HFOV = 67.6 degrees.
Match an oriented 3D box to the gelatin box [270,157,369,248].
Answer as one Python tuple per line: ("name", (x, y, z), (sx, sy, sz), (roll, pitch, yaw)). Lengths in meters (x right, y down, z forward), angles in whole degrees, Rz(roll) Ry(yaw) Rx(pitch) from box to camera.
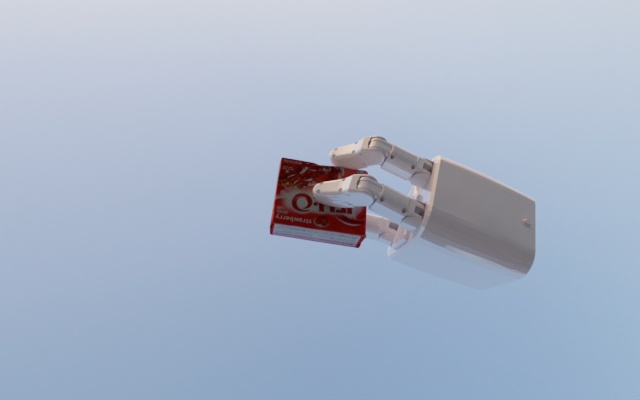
("gelatin box", (0.000, 0.002, 0.458), (0.089, 0.073, 0.030), (9, -31, -6))
